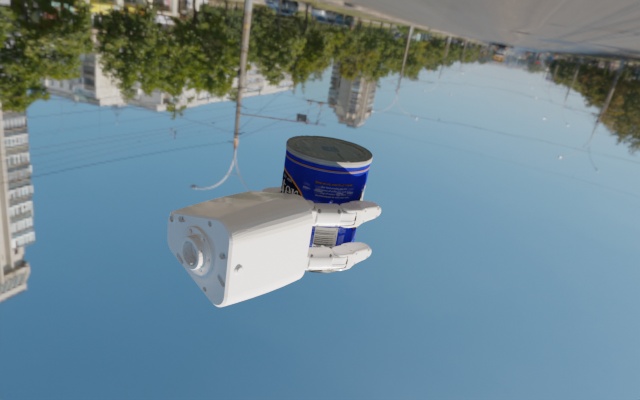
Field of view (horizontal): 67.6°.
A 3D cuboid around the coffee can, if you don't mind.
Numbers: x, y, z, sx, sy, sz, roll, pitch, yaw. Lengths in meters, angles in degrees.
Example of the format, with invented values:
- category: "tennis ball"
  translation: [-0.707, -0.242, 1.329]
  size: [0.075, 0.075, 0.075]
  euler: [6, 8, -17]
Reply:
- category: "coffee can"
  translation: [0.000, 0.002, 0.585]
  size: [0.103, 0.140, 0.102]
  euler: [8, 21, -3]
